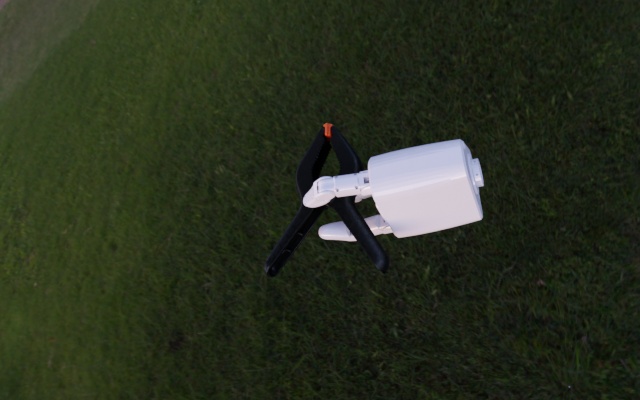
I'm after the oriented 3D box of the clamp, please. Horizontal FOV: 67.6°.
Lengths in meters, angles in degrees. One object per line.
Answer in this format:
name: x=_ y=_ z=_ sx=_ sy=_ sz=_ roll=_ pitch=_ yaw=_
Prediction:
clamp: x=0.000 y=0.001 z=0.614 sx=0.164 sy=0.210 sz=0.036 roll=-12 pitch=-24 yaw=21
